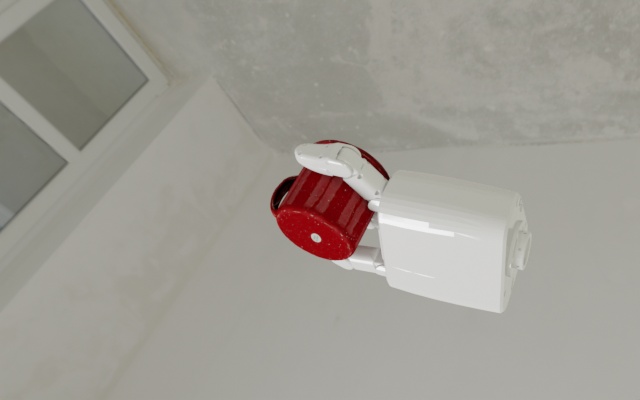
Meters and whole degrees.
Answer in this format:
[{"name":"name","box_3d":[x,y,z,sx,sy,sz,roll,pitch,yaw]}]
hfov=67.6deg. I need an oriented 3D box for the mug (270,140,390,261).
[{"name":"mug","box_3d":[-0.001,0.001,0.463,0.117,0.081,0.093,10,-35,32]}]
